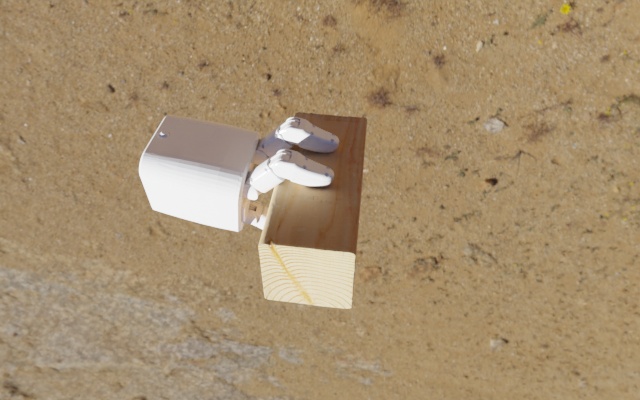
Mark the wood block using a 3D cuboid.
[{"bbox_3d":[0.000,0.002,0.521,0.090,0.091,0.206,5,45,5],"label":"wood block"}]
